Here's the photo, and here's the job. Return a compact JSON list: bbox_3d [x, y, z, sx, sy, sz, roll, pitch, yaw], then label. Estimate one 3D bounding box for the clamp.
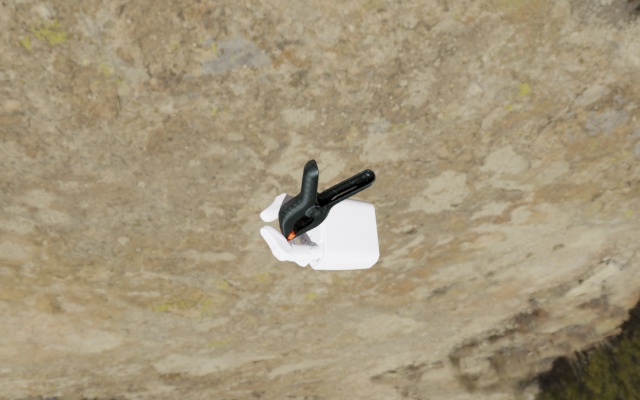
[{"bbox_3d":[0.000,0.003,0.694,0.120,0.039,0.171,5,-36,-29],"label":"clamp"}]
